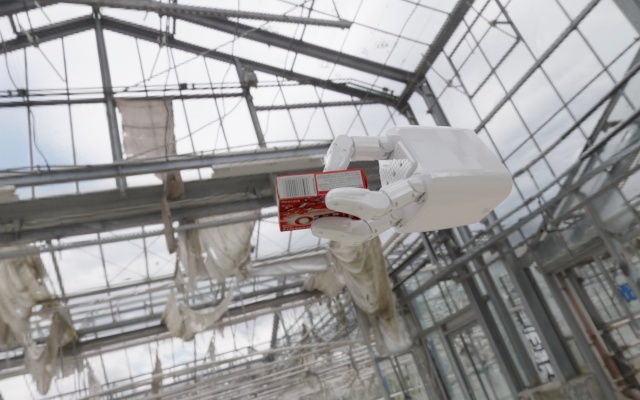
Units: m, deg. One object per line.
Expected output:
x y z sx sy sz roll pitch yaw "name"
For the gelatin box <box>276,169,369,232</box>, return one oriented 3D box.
0.000 0.001 0.490 0.089 0.030 0.073 -6 -28 -7 "gelatin box"
